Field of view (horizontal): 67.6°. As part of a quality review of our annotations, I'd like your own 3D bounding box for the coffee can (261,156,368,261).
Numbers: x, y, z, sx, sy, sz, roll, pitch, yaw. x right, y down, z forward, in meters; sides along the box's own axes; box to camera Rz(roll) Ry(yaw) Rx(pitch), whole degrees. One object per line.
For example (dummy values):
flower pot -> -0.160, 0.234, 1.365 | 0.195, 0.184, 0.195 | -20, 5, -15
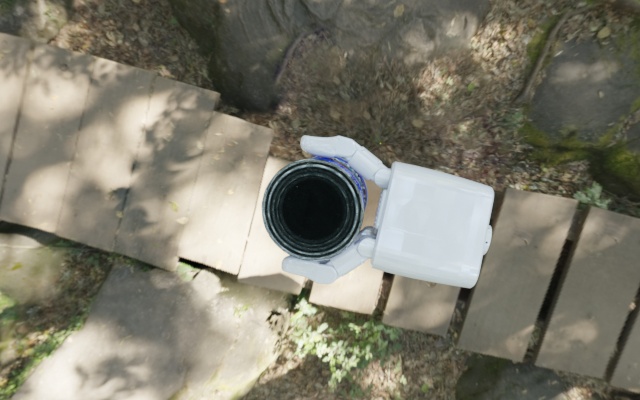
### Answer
coffee can -> 0.000, 0.002, 0.537 | 0.103, 0.103, 0.140 | 0, 7, 7
